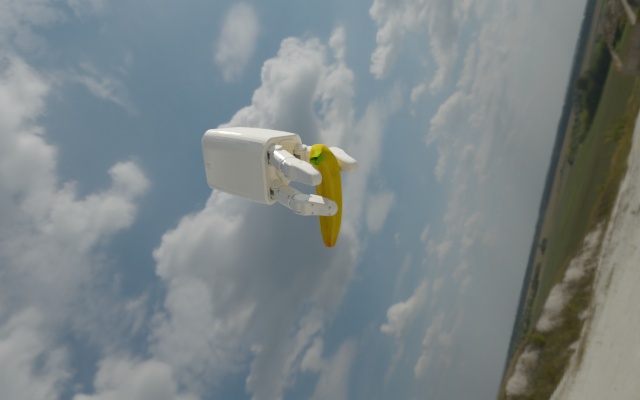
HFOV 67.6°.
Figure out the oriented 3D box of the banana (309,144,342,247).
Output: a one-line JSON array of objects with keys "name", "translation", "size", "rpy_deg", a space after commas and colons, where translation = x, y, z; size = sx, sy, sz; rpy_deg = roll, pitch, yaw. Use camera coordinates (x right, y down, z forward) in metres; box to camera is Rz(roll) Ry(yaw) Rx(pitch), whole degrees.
[{"name": "banana", "translation": [0.006, -0.014, 0.675], "size": [0.037, 0.069, 0.198], "rpy_deg": [12, -36, 19]}]
